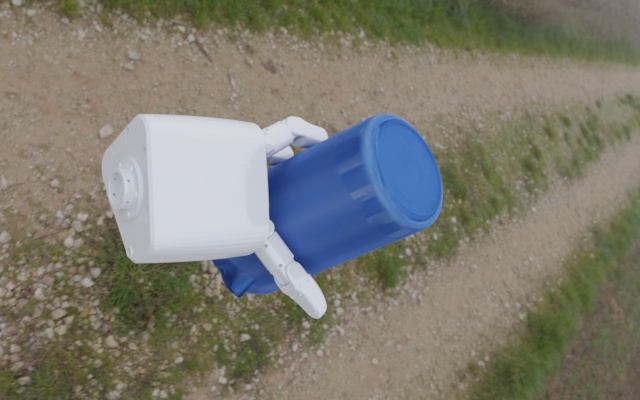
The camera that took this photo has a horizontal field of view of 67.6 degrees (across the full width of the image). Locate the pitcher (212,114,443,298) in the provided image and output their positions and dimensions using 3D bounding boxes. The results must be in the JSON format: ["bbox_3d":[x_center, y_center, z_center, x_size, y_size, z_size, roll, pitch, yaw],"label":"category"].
[{"bbox_3d":[0.000,0.002,0.495,0.145,0.149,0.243,-2,-17,-45],"label":"pitcher"}]
